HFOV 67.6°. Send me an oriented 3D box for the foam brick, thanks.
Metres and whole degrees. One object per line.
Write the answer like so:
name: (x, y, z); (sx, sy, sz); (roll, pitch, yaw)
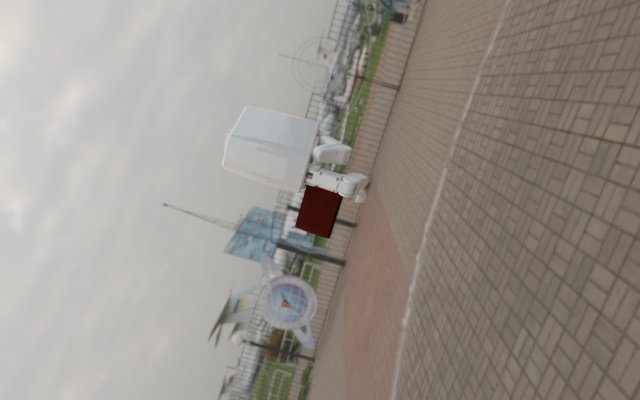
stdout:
foam brick: (0.000, 0.002, 0.659); (0.051, 0.078, 0.053); (16, 22, -3)
